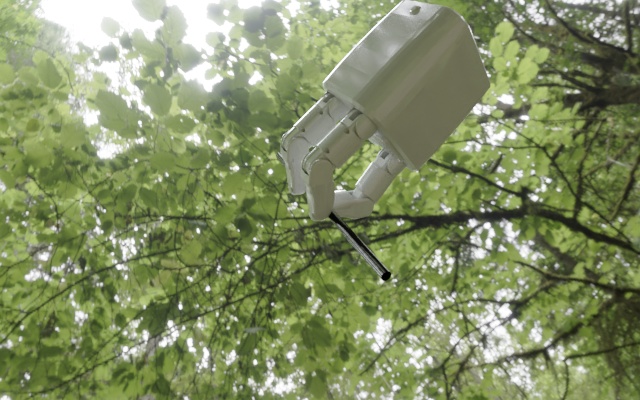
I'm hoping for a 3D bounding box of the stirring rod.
[{"bbox_3d":[0.000,0.001,0.431,0.011,0.011,0.239,0,25,-25],"label":"stirring rod"}]
